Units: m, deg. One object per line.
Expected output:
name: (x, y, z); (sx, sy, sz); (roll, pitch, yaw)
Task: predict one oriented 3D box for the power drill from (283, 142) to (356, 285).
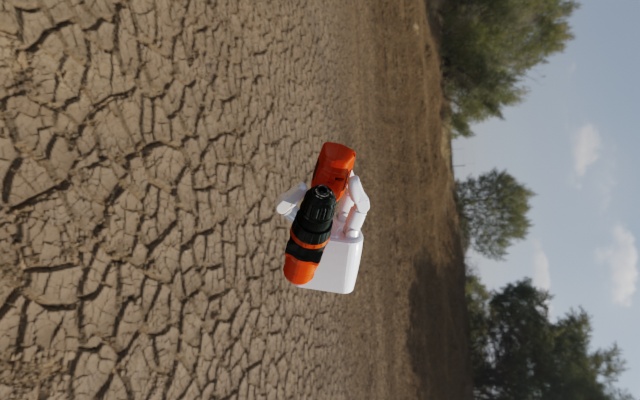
power drill: (0.000, 0.002, 0.672); (0.057, 0.187, 0.185); (21, -44, 1)
